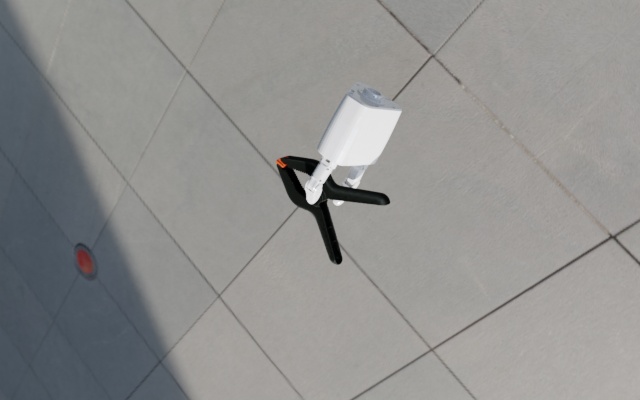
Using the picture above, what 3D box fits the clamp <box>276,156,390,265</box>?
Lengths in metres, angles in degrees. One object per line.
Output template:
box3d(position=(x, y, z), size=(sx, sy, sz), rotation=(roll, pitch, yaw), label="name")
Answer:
box3d(position=(-0.001, 0.002, 0.834), size=(0.210, 0.165, 0.036), rotation=(37, 29, 16), label="clamp")
